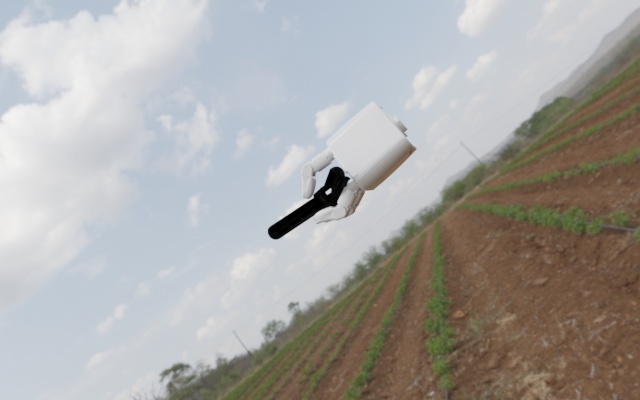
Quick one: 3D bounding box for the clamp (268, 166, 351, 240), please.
[{"bbox_3d":[0.000,0.002,0.828,0.164,0.036,0.210,-41,-9,14],"label":"clamp"}]
